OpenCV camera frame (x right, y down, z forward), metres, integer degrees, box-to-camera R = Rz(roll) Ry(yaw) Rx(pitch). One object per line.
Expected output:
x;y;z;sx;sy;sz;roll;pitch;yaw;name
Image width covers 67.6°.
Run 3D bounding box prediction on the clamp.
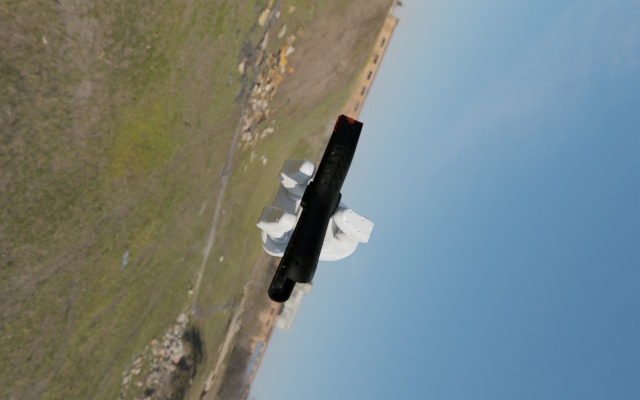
0.001;0.001;0.475;0.036;0.210;0.164;23;-14;-5;clamp
